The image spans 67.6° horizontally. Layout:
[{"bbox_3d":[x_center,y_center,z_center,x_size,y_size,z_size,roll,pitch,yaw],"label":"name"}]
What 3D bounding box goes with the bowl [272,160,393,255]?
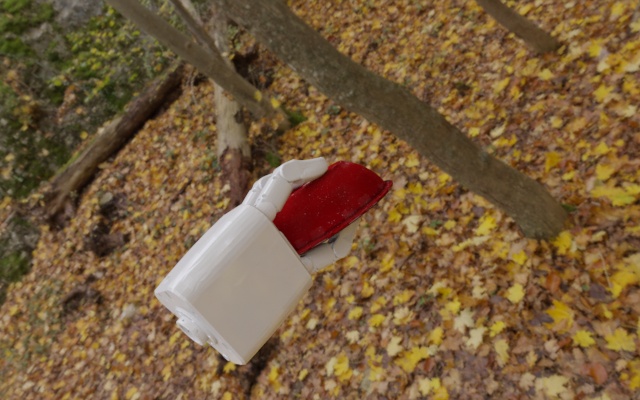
[{"bbox_3d":[0.001,0.001,0.544,0.162,0.055,0.162,-33,6,4],"label":"bowl"}]
